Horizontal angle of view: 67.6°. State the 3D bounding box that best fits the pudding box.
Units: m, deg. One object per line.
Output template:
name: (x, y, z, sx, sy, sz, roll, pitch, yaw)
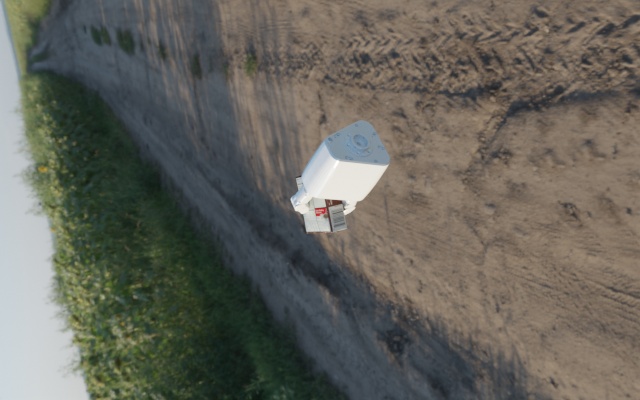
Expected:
pudding box: (0.000, 0.003, 0.876, 0.039, 0.113, 0.090, -12, 3, -32)
